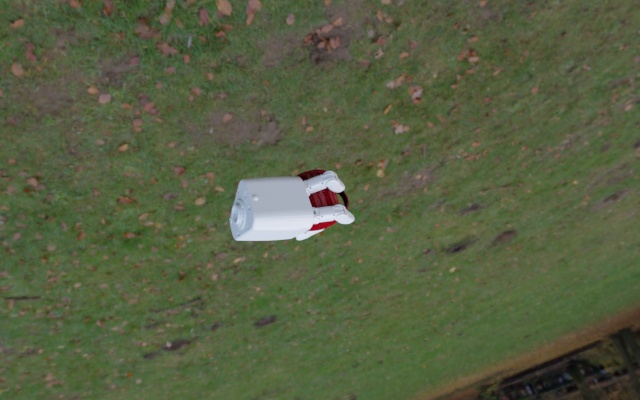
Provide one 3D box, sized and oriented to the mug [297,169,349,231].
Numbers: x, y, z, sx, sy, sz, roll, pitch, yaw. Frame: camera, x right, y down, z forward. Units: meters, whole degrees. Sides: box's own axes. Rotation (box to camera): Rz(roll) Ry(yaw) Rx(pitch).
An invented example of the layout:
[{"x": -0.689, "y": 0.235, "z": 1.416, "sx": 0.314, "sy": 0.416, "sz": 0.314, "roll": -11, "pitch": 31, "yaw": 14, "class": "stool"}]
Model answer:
[{"x": 0.001, "y": 0.003, "z": 0.878, "sx": 0.117, "sy": 0.081, "sz": 0.093, "roll": 0, "pitch": -33, "yaw": -31, "class": "mug"}]
